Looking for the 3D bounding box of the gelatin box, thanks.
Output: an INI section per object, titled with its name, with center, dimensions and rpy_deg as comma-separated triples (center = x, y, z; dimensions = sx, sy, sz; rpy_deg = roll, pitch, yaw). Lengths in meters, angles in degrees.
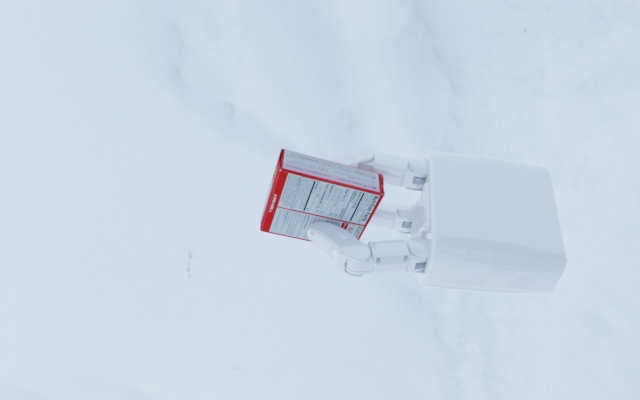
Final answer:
[gelatin box]
center = 0.000, 0.002, 0.402
dimensions = 0.089, 0.073, 0.030
rpy_deg = 13, 42, -11
